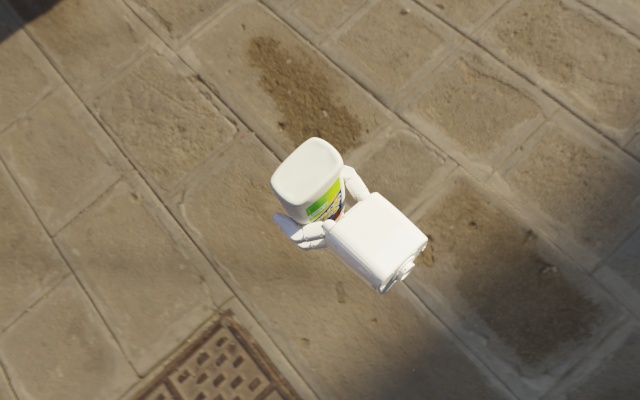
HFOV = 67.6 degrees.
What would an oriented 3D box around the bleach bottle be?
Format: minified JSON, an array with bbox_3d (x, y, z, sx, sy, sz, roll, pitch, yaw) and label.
[{"bbox_3d":[0.000,0.002,0.741,0.068,0.102,0.251,44,-6,21],"label":"bleach bottle"}]
